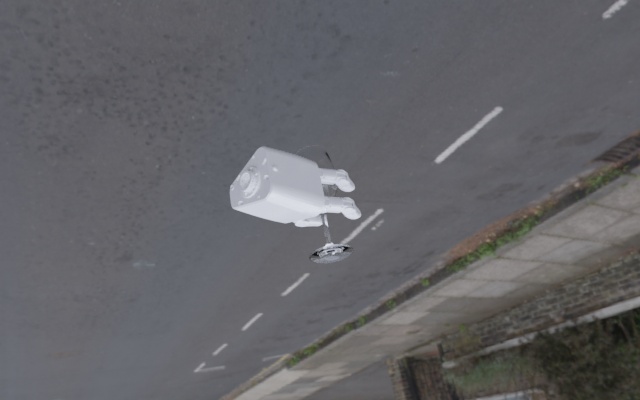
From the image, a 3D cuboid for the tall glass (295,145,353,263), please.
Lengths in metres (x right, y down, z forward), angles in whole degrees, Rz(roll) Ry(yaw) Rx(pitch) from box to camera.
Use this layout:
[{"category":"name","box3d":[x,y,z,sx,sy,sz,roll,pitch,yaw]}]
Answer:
[{"category":"tall glass","box3d":[0.000,0.003,0.833,0.079,0.201,0.079,-9,-28,-5]}]
